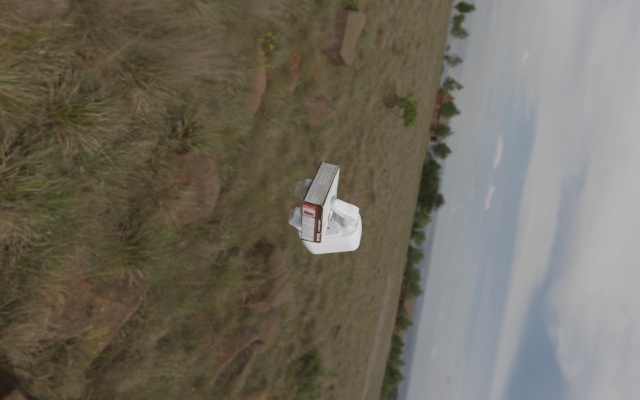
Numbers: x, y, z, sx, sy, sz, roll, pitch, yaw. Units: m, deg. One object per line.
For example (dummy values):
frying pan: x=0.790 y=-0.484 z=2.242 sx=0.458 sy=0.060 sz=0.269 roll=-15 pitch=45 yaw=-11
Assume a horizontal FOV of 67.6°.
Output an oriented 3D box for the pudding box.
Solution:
pudding box: x=0.000 y=0.003 z=0.809 sx=0.039 sy=0.090 sz=0.113 roll=11 pitch=42 yaw=9
